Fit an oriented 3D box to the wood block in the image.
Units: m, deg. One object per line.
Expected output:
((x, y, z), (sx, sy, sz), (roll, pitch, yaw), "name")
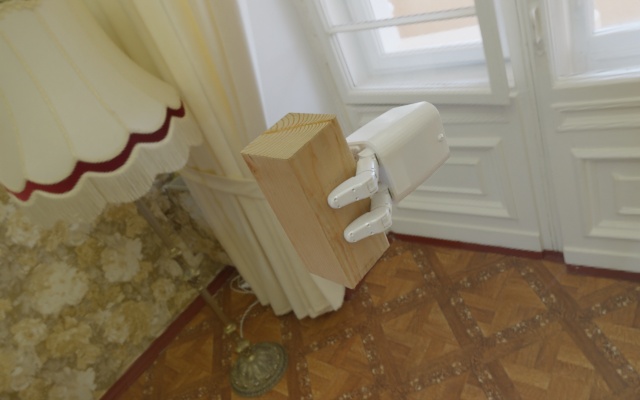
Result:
((0.000, 0.002, 0.603), (0.091, 0.206, 0.090), (14, 49, 45), "wood block")
